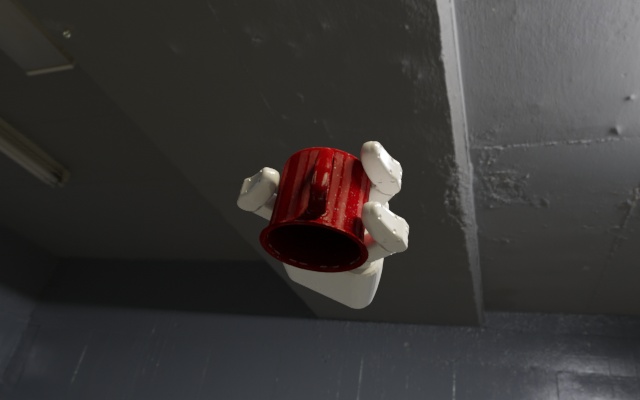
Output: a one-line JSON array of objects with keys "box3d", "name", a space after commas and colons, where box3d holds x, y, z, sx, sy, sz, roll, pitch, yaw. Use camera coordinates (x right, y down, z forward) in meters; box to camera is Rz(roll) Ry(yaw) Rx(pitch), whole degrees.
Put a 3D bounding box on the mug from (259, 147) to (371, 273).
[{"box3d": [0.000, 0.000, 0.411, 0.093, 0.081, 0.117, 7, -31, 6], "name": "mug"}]
